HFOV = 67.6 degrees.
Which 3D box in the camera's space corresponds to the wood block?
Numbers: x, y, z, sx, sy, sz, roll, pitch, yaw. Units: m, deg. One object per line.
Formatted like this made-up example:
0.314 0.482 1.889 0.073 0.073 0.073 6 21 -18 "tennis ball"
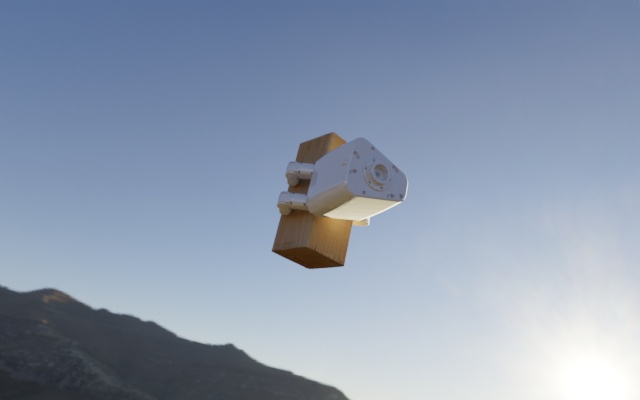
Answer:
0.001 0.003 0.809 0.091 0.206 0.090 31 -29 -35 "wood block"
